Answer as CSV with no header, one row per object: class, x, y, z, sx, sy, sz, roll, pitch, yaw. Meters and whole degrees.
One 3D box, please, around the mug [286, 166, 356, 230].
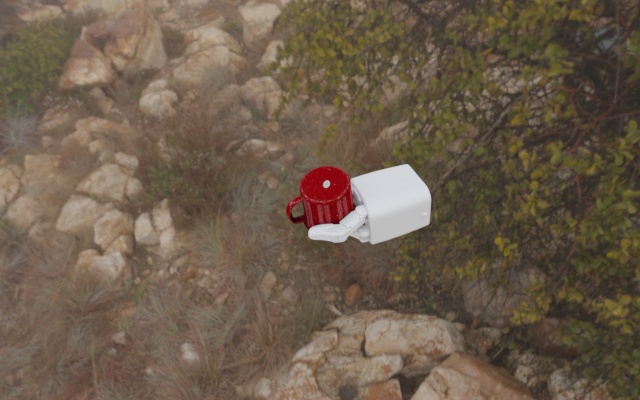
mug,-0.001,0.003,0.771,0.117,0.093,0.082,-17,-41,-6
